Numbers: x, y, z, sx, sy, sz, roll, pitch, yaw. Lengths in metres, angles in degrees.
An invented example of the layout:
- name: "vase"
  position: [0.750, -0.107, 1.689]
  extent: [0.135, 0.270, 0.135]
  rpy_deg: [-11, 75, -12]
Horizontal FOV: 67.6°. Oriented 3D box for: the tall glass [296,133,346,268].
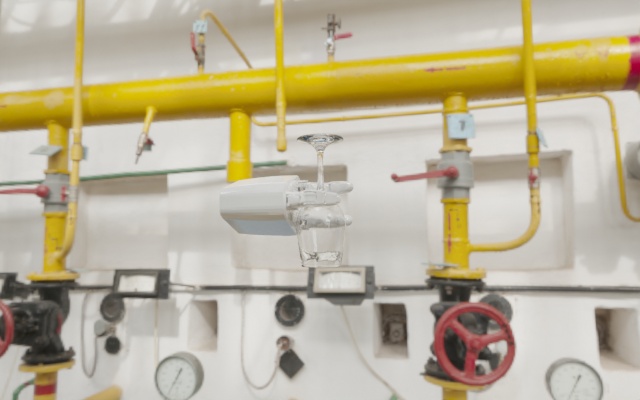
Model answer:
- name: "tall glass"
  position: [0.000, 0.002, 0.742]
  extent: [0.079, 0.201, 0.079]
  rpy_deg: [-1, -6, 0]
